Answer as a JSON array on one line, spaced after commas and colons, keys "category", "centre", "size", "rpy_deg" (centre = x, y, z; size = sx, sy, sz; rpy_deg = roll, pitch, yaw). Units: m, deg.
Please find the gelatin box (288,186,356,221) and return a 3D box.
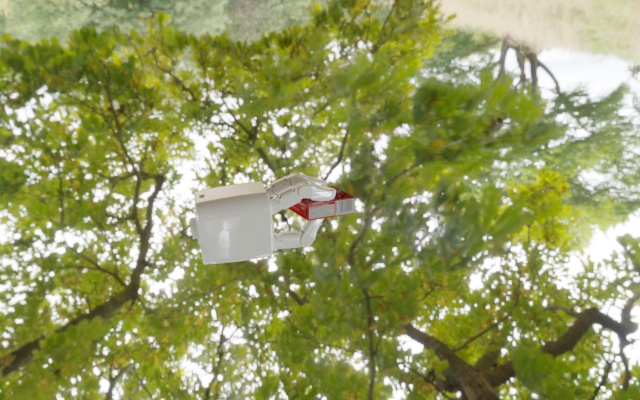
[{"category": "gelatin box", "centre": [0.000, 0.003, 0.757], "size": [0.089, 0.030, 0.073], "rpy_deg": [-8, 19, -27]}]
